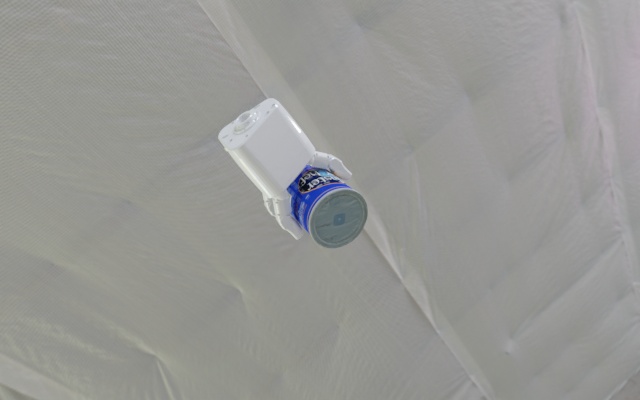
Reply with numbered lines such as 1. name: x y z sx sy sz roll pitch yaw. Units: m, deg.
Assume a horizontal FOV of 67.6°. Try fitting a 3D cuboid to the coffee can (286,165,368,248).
1. coffee can: 0.000 0.003 0.800 0.103 0.103 0.140 0 23 -28
